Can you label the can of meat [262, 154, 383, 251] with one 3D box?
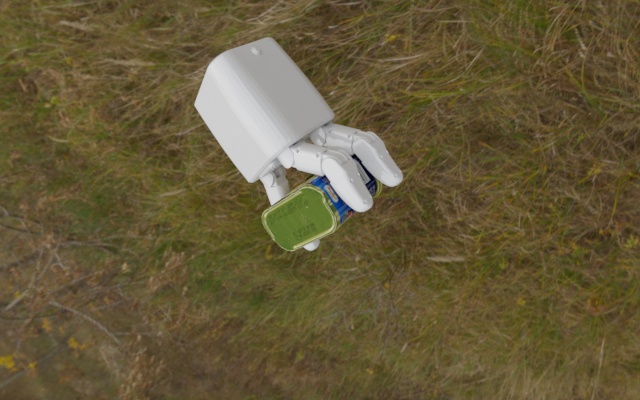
[{"bbox_3d":[0.000,0.002,0.488,0.102,0.057,0.084,-30,6,45],"label":"can of meat"}]
